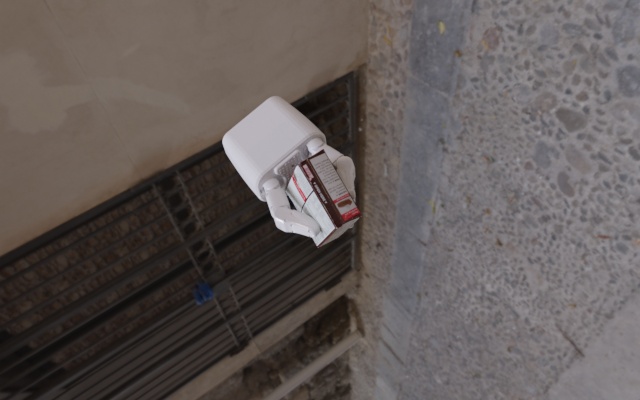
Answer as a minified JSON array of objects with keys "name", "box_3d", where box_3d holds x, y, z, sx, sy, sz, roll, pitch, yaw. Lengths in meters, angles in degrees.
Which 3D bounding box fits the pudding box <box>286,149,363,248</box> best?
[{"name":"pudding box","box_3d":[0.000,0.002,0.578,0.039,0.090,0.113,-28,-8,-17]}]
